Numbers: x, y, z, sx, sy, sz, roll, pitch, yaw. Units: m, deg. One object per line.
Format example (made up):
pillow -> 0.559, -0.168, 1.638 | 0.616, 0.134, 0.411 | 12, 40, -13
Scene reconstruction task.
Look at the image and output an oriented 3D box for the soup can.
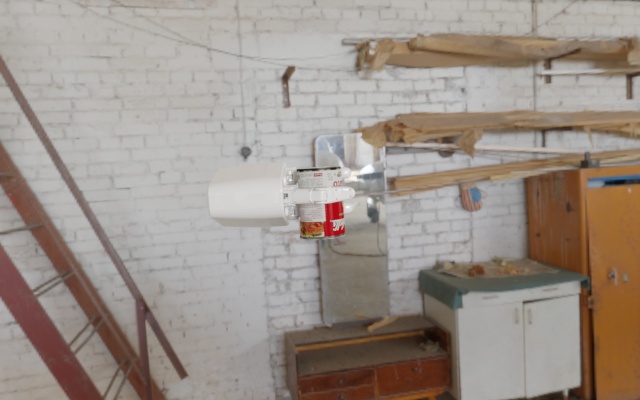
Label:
soup can -> 0.001, 0.002, 0.704 | 0.068, 0.102, 0.068 | -3, 5, 0
